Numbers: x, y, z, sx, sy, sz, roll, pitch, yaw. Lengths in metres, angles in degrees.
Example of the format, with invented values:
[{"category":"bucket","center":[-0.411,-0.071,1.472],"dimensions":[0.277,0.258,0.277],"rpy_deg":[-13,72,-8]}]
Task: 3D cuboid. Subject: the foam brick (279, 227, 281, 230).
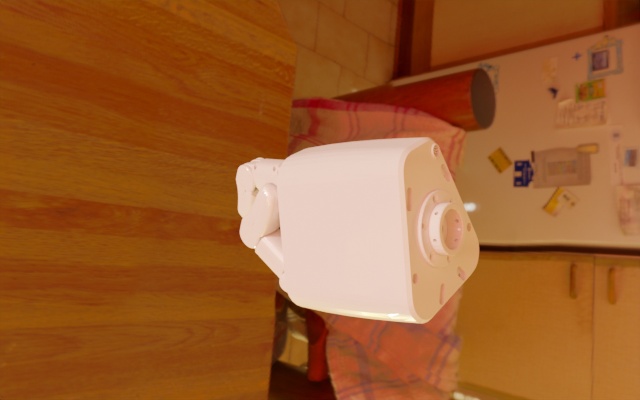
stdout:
[{"category":"foam brick","center":[0.000,0.001,0.411],"dimensions":[0.051,0.053,0.078],"rpy_deg":[-2,21,45]}]
